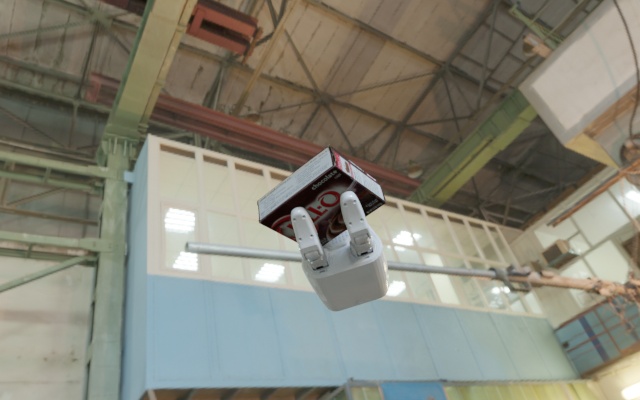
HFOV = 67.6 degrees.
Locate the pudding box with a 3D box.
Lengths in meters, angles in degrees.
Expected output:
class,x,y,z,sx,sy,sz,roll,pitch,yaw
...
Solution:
class,x,y,z,sx,sy,sz,roll,pitch,yaw
pudding box,0.000,0.002,0.525,0.113,0.039,0.090,-38,-46,23
